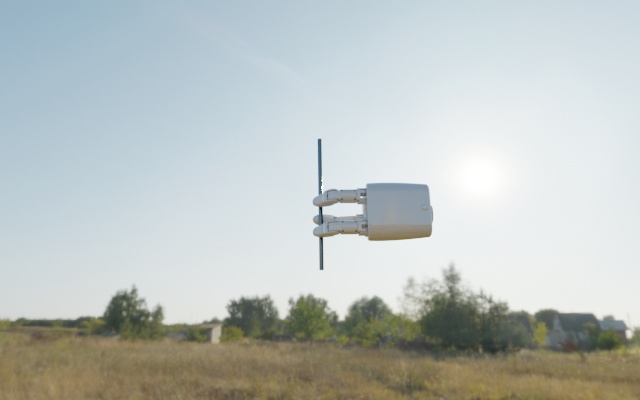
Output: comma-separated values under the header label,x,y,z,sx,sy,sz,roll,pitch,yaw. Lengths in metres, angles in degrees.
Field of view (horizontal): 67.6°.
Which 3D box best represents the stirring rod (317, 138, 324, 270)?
label,x,y,z,sx,sy,sz,roll,pitch,yaw
stirring rod,0.000,0.003,0.845,0.011,0.239,0.011,-1,-16,0
